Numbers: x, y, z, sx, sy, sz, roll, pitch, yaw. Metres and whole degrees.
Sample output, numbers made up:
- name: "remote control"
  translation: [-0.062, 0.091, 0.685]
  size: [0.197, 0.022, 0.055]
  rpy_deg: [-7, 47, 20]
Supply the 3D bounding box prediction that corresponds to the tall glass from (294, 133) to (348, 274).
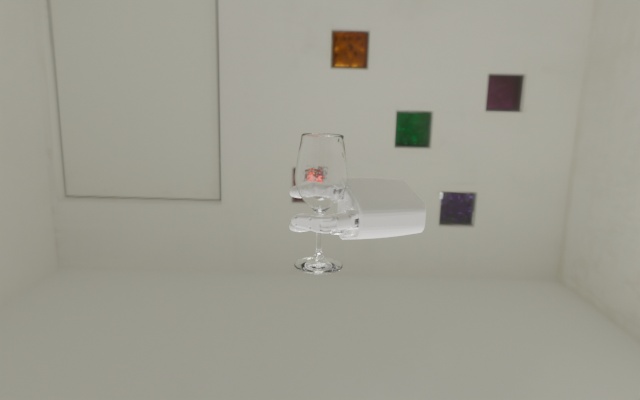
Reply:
- name: "tall glass"
  translation: [0.000, 0.003, 0.710]
  size: [0.079, 0.201, 0.079]
  rpy_deg: [1, 12, 0]
